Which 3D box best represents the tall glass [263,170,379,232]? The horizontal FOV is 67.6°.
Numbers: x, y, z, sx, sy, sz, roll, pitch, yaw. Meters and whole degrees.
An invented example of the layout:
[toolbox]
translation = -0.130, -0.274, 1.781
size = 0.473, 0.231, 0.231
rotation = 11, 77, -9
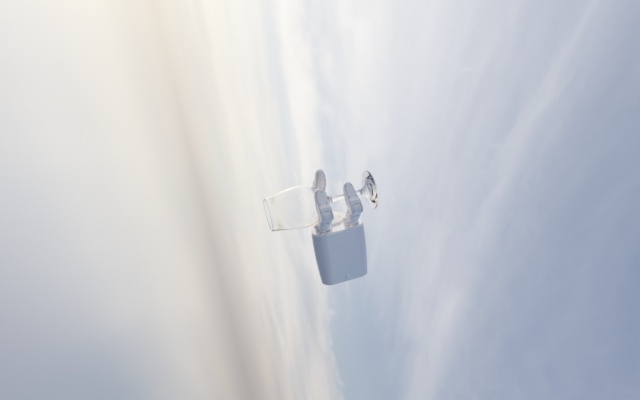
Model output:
[tall glass]
translation = 0.001, 0.003, 0.876
size = 0.201, 0.079, 0.079
rotation = -14, 3, -14
